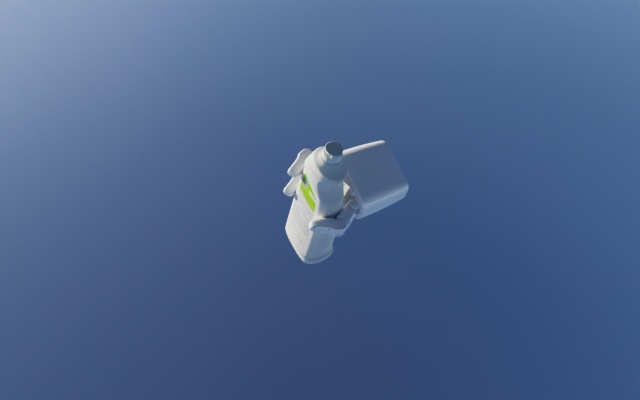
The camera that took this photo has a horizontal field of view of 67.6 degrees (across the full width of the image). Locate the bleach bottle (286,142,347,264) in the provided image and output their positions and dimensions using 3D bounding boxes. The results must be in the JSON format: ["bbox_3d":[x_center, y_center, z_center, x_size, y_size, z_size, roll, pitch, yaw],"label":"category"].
[{"bbox_3d":[0.000,0.003,0.802,0.068,0.102,0.251,-20,-28,-26],"label":"bleach bottle"}]
